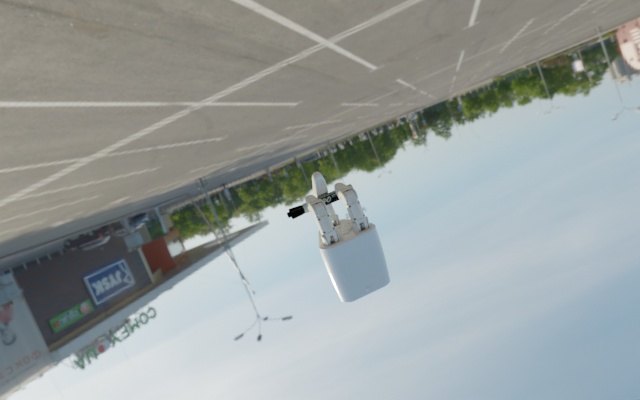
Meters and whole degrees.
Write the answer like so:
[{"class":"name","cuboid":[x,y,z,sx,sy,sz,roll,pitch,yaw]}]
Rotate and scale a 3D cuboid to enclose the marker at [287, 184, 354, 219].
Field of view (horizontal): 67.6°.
[{"class":"marker","cuboid":[0.000,0.003,0.809,0.121,0.020,0.020,-23,5,-12]}]
